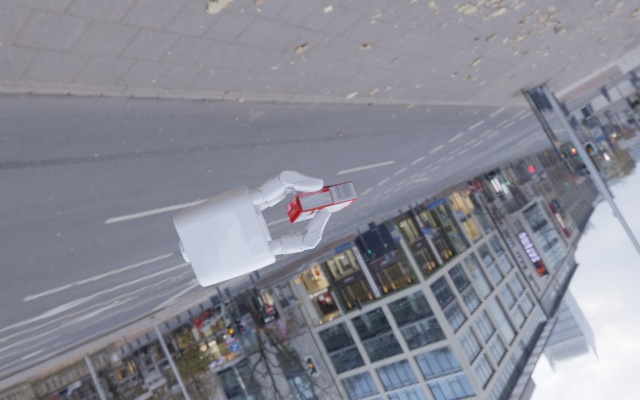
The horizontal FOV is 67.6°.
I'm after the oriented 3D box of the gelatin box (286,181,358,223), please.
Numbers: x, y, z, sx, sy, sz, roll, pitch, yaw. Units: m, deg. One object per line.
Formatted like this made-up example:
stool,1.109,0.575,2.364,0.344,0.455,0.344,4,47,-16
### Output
gelatin box,0.001,0.003,0.694,0.089,0.030,0.073,-14,-10,-17
